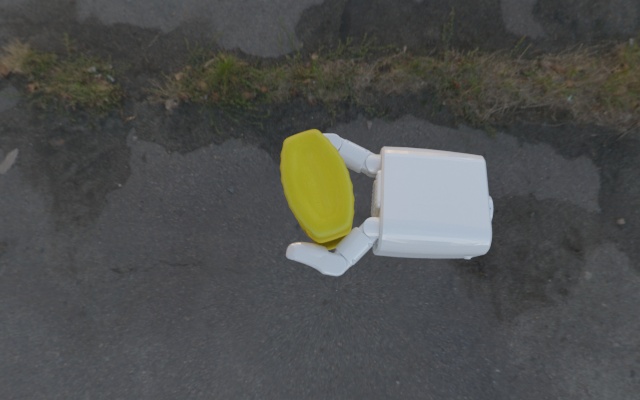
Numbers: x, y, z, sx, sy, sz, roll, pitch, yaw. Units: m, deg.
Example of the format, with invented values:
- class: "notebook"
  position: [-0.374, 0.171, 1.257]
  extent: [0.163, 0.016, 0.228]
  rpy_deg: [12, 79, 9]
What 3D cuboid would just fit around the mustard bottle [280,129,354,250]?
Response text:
- class: "mustard bottle"
  position: [0.000, 0.002, 0.492]
  extent: [0.058, 0.096, 0.192]
  rpy_deg: [-20, -11, -2]
